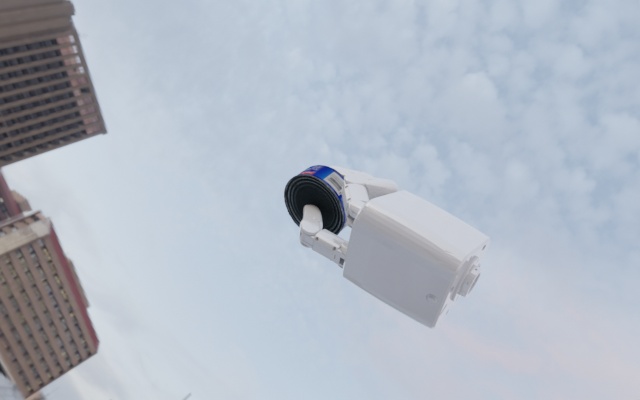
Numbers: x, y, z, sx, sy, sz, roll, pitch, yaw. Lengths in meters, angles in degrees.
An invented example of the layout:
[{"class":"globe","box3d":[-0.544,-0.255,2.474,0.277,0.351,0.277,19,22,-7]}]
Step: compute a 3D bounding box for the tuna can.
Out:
[{"class":"tuna can","box3d":[0.000,0.002,0.568,0.086,0.086,0.033,0,27,40]}]
